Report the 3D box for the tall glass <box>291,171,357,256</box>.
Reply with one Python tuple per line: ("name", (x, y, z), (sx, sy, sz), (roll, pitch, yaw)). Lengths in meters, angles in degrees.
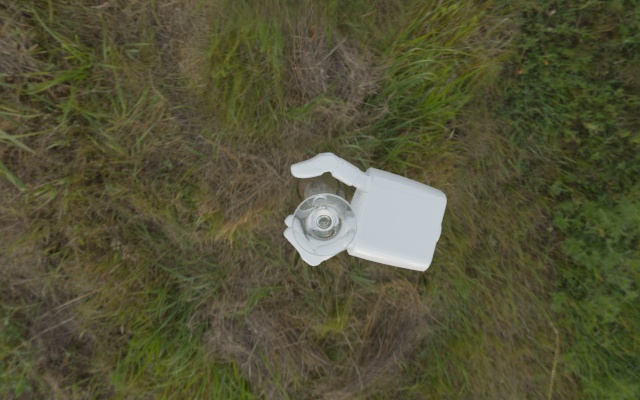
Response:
("tall glass", (0.000, 0.002, 0.631), (0.079, 0.079, 0.201), (0, 16, -3))
